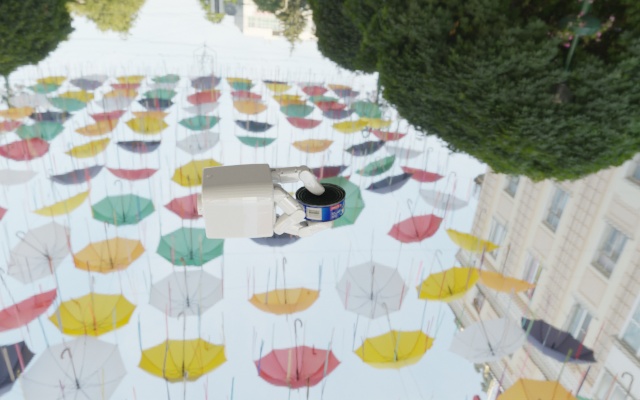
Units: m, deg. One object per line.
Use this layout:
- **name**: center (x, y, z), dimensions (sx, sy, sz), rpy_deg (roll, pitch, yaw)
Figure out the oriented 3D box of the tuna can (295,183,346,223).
- **tuna can**: center (0.000, 0.003, 0.811), dimensions (0.086, 0.034, 0.086), rpy_deg (-1, 28, 0)
